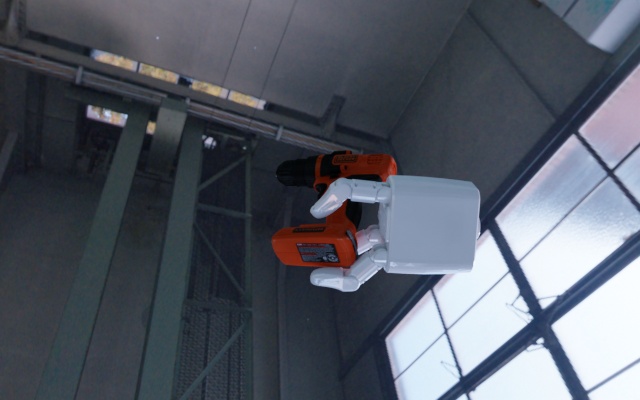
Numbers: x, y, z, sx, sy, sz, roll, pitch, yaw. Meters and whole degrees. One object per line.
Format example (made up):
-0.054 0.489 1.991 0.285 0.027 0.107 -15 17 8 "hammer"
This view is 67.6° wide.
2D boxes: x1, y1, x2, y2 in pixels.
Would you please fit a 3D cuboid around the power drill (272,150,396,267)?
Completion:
0.000 0.002 0.652 0.184 0.057 0.187 -2 43 23 "power drill"
